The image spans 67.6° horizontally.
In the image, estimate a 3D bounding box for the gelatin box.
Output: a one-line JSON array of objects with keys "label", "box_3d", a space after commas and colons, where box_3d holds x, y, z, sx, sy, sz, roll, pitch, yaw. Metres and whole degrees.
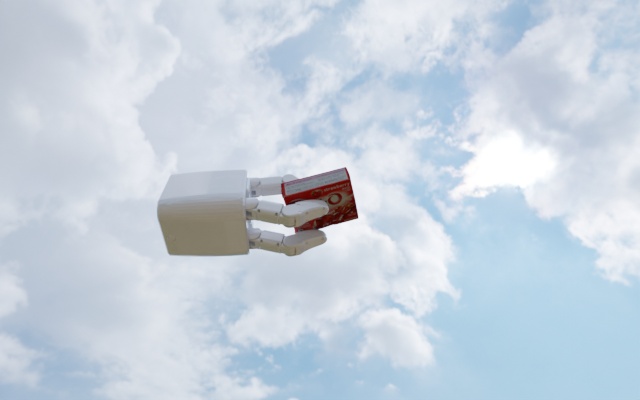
[{"label": "gelatin box", "box_3d": [0.000, 0.002, 0.620, 0.089, 0.073, 0.030, -15, 43, 1]}]
